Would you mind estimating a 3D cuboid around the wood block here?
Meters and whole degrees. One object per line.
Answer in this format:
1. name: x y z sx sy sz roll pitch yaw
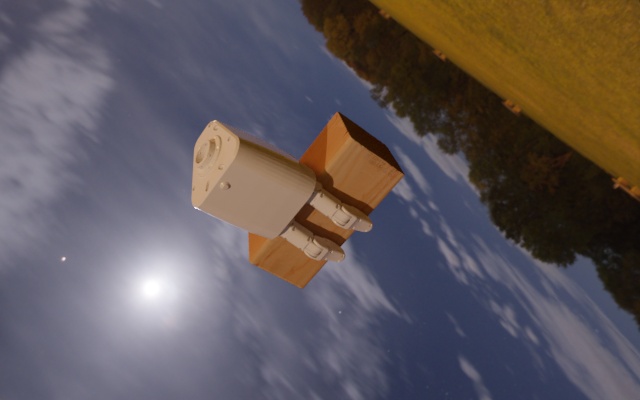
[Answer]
1. wood block: 0.000 0.002 0.623 0.090 0.206 0.090 31 22 -25
